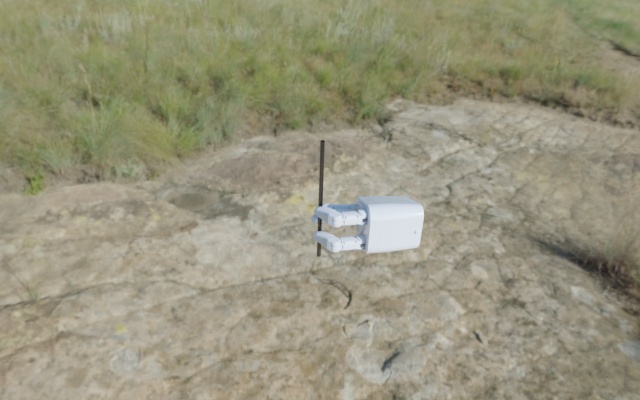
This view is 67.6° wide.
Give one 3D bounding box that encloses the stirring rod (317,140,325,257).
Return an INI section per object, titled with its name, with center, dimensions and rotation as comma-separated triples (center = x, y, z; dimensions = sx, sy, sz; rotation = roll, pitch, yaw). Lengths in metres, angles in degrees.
[stirring rod]
center = 0.000, 0.003, 0.881
dimensions = 0.011, 0.240, 0.011
rotation = 1, 29, -1
